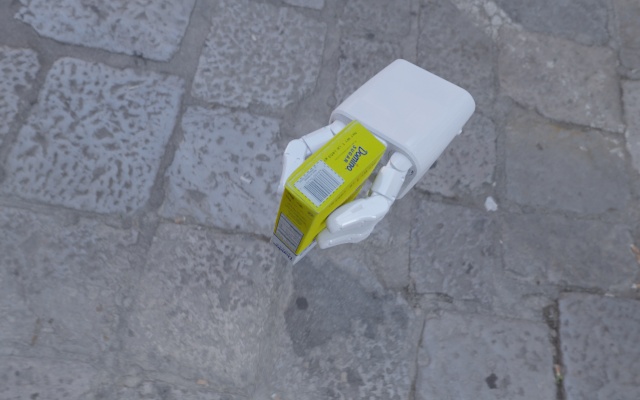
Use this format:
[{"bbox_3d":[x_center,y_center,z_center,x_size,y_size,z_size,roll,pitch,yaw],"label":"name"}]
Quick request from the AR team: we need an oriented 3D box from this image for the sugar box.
[{"bbox_3d":[0.001,0.002,0.481,0.093,0.048,0.176,-43,-11,-21],"label":"sugar box"}]
